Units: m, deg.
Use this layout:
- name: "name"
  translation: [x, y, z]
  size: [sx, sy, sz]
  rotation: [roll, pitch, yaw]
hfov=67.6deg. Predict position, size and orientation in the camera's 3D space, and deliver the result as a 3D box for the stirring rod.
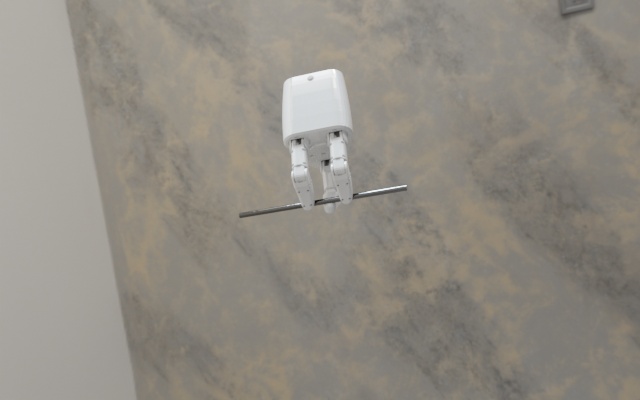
- name: "stirring rod"
  translation: [0.000, 0.002, 0.669]
  size: [0.239, 0.011, 0.011]
  rotation: [-10, -2, 10]
